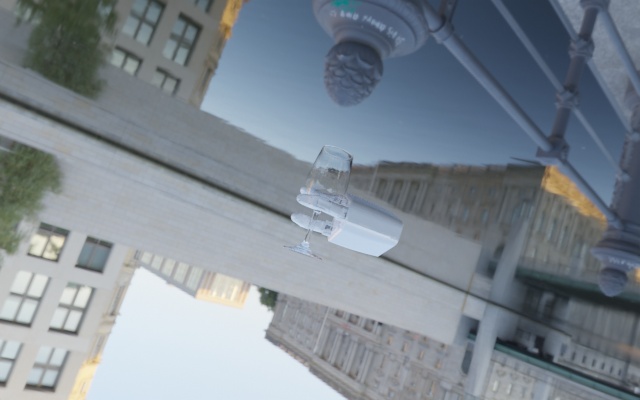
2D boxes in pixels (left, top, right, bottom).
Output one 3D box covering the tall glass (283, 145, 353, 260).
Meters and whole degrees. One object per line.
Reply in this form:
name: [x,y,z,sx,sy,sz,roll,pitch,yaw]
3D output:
tall glass: [0.000,0.003,0.875,0.079,0.201,0.079,19,-8,3]
